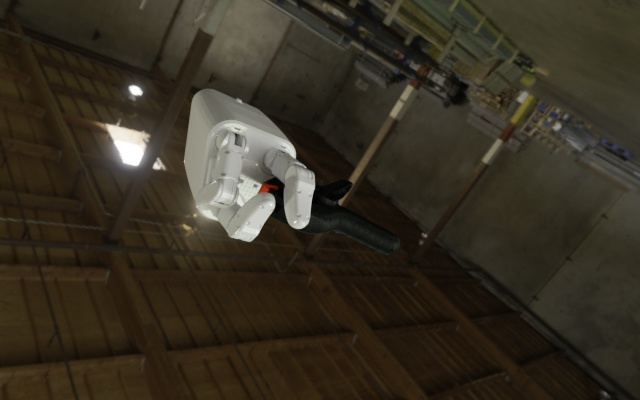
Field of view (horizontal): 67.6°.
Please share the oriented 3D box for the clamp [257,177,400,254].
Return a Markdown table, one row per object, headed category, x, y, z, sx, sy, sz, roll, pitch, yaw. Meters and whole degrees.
| category | x | y | z | sx | sy | sz | roll | pitch | yaw |
| --- | --- | --- | --- | --- | --- | --- | --- | --- | --- |
| clamp | 0.000 | 0.002 | 0.519 | 0.171 | 0.039 | 0.120 | 19 | 20 | -35 |
